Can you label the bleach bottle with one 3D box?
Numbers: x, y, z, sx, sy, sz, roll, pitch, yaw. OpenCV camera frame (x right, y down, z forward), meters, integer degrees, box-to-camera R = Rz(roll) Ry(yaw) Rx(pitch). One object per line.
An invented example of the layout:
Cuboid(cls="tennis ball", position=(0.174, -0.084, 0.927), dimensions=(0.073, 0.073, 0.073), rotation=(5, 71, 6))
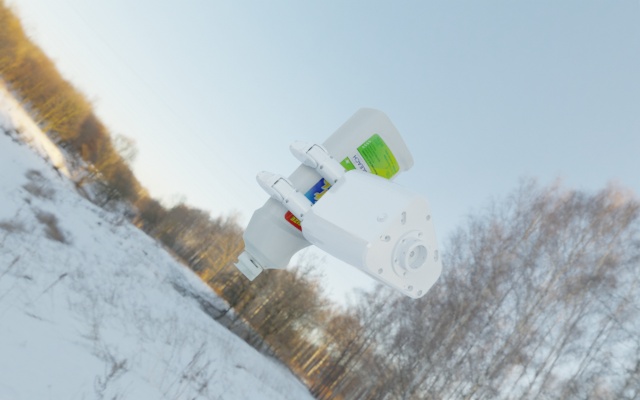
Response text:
Cuboid(cls="bleach bottle", position=(0.000, 0.002, 0.582), dimensions=(0.068, 0.251, 0.103), rotation=(24, -24, 55))
